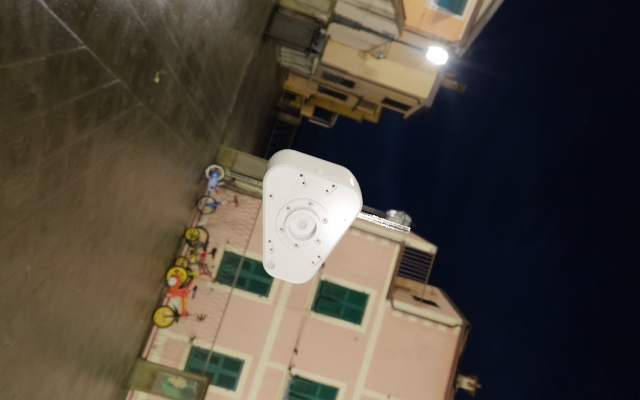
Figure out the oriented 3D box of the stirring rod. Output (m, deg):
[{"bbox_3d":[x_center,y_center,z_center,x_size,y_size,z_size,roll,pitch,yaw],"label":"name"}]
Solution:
[{"bbox_3d":[0.000,0.002,0.608,0.239,0.011,0.011,18,-2,-5],"label":"stirring rod"}]
